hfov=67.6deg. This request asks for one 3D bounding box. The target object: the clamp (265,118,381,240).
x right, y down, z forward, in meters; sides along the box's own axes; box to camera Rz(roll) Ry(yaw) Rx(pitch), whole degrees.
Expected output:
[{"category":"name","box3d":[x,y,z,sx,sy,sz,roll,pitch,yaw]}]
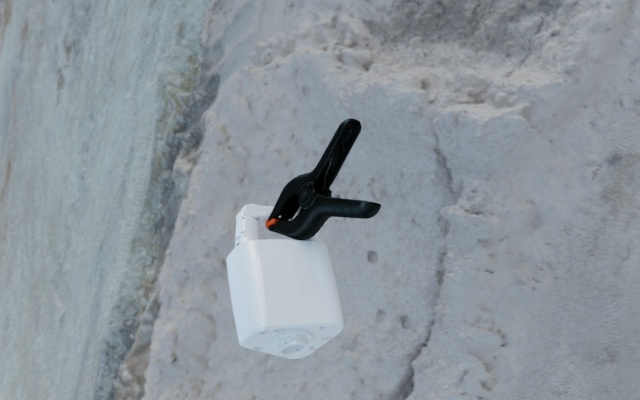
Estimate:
[{"category":"clamp","box3d":[-0.001,0.002,0.538,0.039,0.120,0.171,20,-49,-32]}]
